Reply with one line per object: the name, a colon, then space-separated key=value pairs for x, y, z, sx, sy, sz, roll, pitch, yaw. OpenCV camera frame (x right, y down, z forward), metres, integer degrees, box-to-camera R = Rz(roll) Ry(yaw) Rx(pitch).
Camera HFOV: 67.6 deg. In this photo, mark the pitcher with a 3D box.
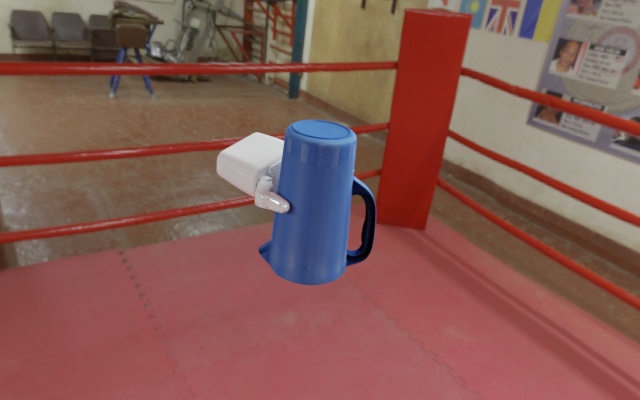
pitcher: x=0.000 y=0.002 z=0.763 sx=0.145 sy=0.243 sz=0.149 roll=27 pitch=32 yaw=35
